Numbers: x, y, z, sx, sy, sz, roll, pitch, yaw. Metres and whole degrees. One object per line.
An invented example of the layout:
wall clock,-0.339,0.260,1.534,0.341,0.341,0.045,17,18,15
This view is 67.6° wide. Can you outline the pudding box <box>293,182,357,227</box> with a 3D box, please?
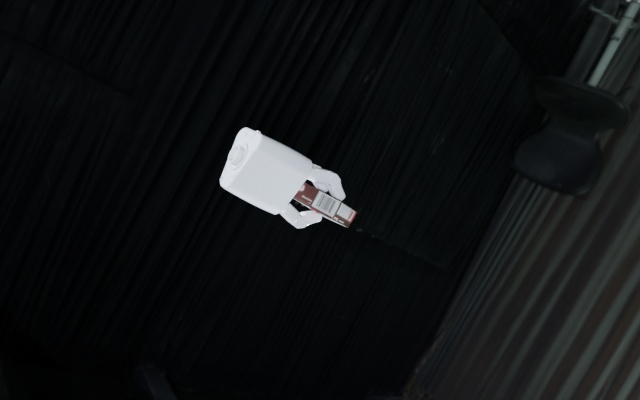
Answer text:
pudding box,0.000,0.003,0.871,0.113,0.039,0.090,30,1,26
